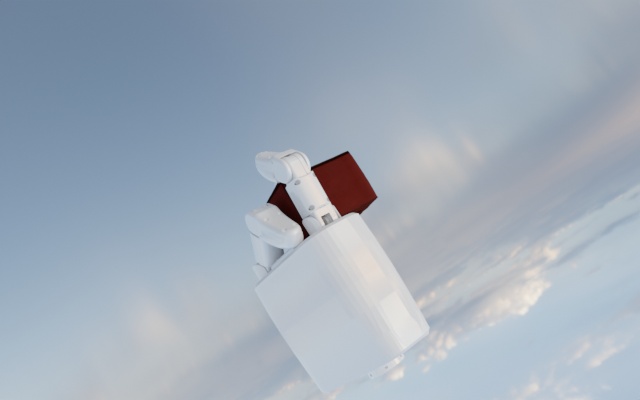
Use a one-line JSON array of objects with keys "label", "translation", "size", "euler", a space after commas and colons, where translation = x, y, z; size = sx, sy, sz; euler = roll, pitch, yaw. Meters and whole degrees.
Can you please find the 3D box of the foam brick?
[{"label": "foam brick", "translation": [0.000, 0.001, 0.420], "size": [0.078, 0.051, 0.053], "euler": [-26, -15, -31]}]
